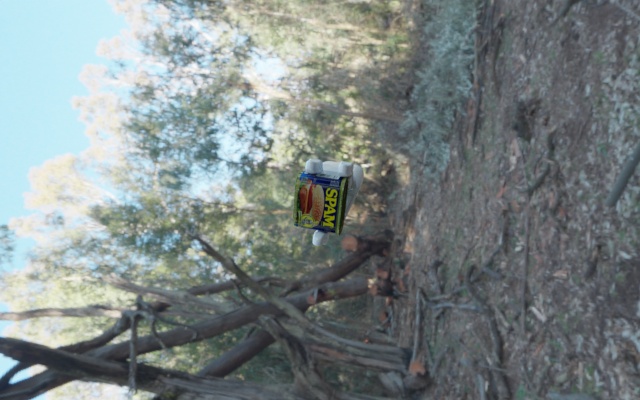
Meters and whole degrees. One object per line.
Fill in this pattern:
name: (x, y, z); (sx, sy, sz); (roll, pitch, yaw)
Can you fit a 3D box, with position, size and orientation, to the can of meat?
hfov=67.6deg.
can of meat: (0.000, 0.003, 0.826); (0.084, 0.102, 0.057); (9, 19, 10)
